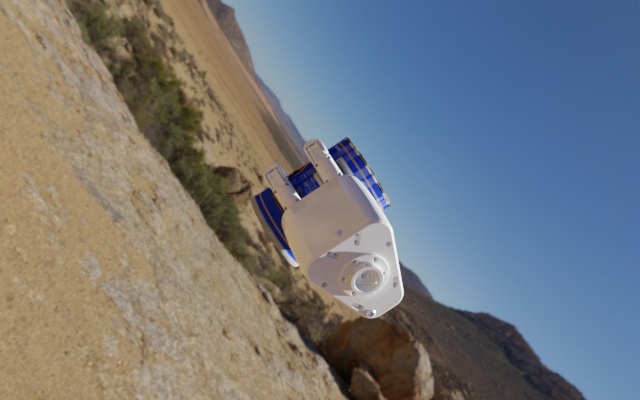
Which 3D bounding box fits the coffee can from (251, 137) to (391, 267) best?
[{"bbox_3d":[0.000,0.002,0.591,0.140,0.103,0.103,-33,-1,2],"label":"coffee can"}]
